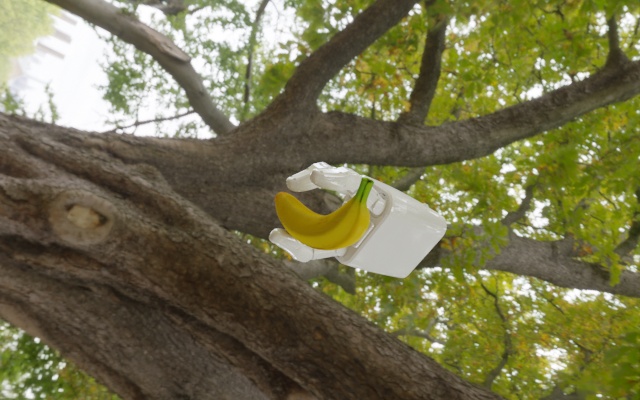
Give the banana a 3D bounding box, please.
[{"bbox_3d":[-0.002,0.020,0.523,0.037,0.069,0.198,16,-12,-30],"label":"banana"}]
